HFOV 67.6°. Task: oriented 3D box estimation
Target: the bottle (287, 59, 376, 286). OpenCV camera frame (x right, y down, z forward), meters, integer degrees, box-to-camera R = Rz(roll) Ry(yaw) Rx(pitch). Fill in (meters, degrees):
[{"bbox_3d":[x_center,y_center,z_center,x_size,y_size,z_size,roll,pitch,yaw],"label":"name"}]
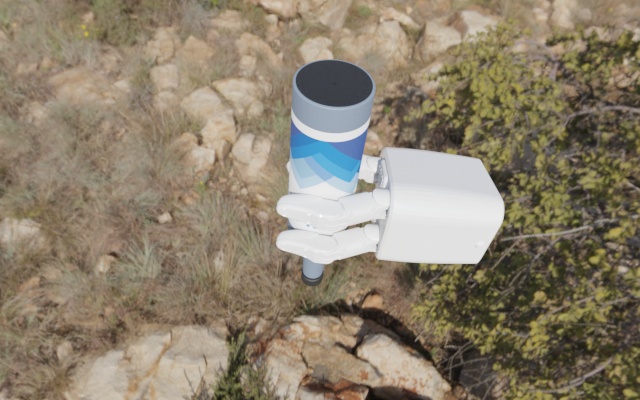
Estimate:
[{"bbox_3d":[0.000,0.001,0.490,0.069,0.069,0.296,0,-40,-6],"label":"bottle"}]
